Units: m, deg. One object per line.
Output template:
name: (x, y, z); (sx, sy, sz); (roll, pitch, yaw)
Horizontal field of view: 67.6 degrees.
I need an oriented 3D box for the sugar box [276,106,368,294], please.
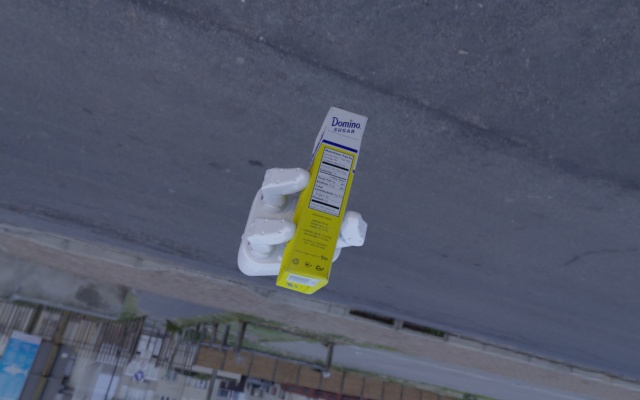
sugar box: (-0.001, 0.002, 0.493); (0.048, 0.176, 0.093); (15, -20, -7)
